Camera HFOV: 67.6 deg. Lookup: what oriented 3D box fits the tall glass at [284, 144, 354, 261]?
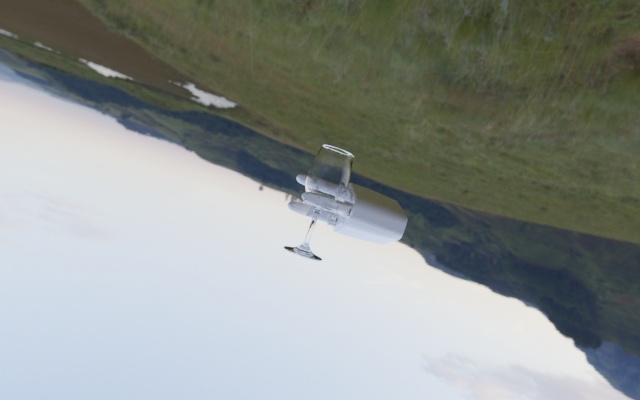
[{"bbox_3d":[0.000,0.003,0.866,0.079,0.201,0.079,19,1,0],"label":"tall glass"}]
